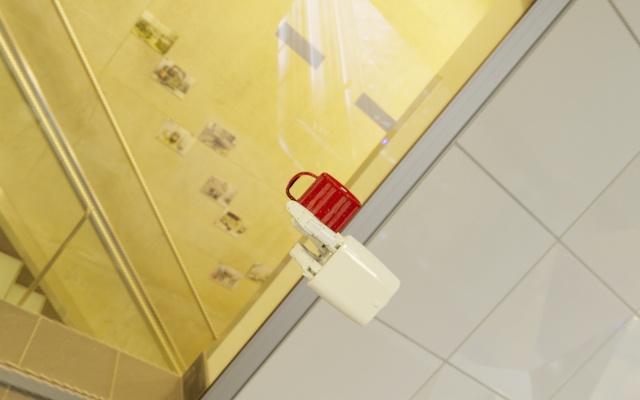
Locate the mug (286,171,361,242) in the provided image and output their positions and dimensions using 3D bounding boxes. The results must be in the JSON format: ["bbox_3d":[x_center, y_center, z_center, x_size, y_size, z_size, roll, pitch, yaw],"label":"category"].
[{"bbox_3d":[-0.001,0.001,0.746,0.117,0.081,0.093,41,8,-2],"label":"mug"}]
